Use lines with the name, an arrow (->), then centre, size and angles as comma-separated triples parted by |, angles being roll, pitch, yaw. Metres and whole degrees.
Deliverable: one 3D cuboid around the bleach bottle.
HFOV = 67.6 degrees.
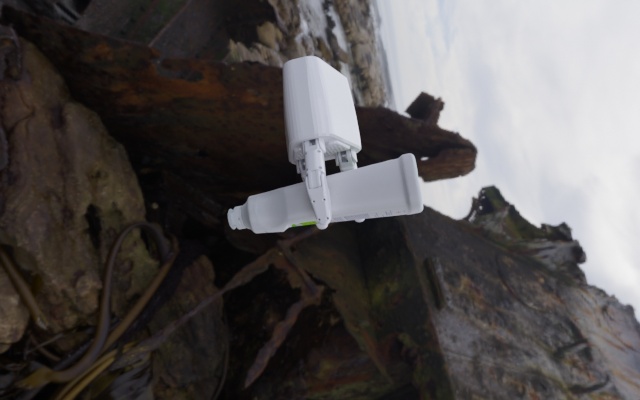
bleach bottle -> 0.000, 0.002, 0.610 | 0.251, 0.068, 0.102 | -10, -11, 11
